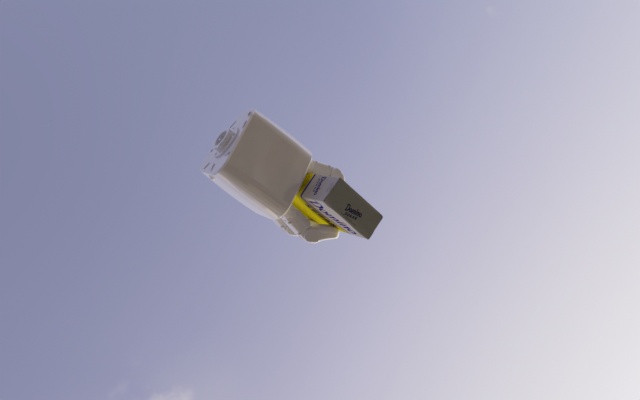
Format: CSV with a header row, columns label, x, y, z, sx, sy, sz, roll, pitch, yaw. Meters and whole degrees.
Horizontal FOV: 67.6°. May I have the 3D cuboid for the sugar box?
label,x,y,z,sx,sy,sz,roll,pitch,yaw
sugar box,0.000,0.003,0.689,0.093,0.048,0.176,40,-12,-28
